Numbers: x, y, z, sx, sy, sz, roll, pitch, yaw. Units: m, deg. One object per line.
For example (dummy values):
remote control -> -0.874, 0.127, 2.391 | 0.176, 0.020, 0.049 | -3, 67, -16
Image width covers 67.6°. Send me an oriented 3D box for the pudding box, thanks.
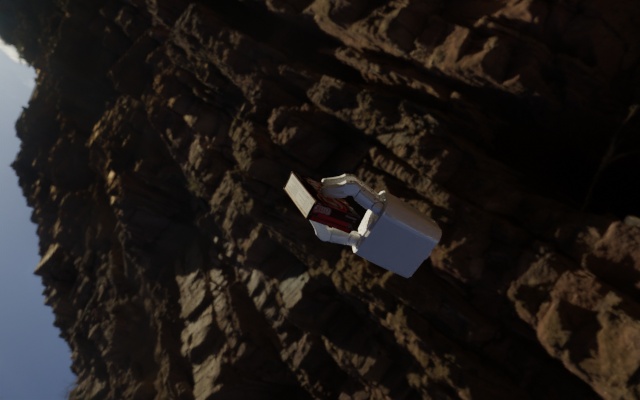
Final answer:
pudding box -> 0.000, 0.003, 0.776 | 0.090, 0.039, 0.113 | 22, 14, -33
